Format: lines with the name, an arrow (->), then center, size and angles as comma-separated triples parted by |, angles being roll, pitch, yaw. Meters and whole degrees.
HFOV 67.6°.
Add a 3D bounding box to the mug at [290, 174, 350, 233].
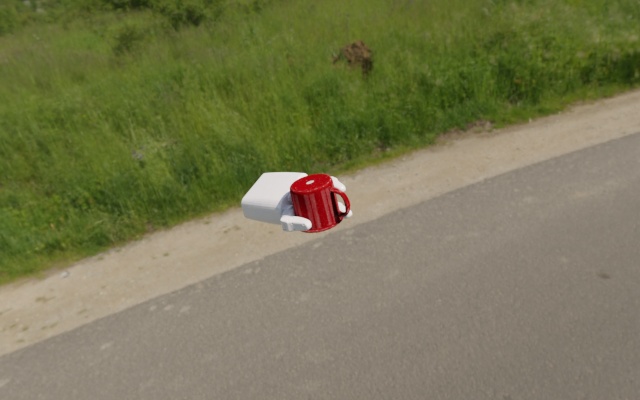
mug -> 0.001, 0.003, 0.877 | 0.117, 0.081, 0.093 | 3, 29, 33
